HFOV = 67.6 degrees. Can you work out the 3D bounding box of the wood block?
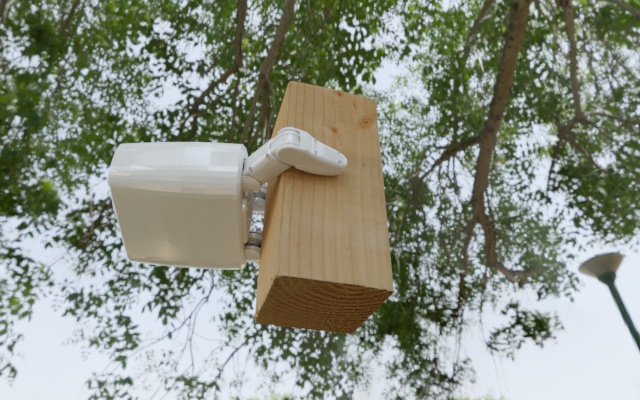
[{"bbox_3d":[0.000,0.001,0.430,0.090,0.206,0.091,10,-37,-13],"label":"wood block"}]
